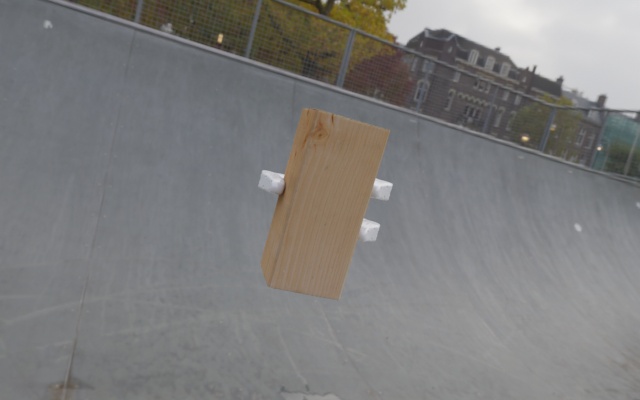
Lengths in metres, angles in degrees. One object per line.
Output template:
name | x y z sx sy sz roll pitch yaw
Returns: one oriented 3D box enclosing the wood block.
wood block | 0.000 0.002 0.575 0.091 0.206 0.090 13 8 -15
